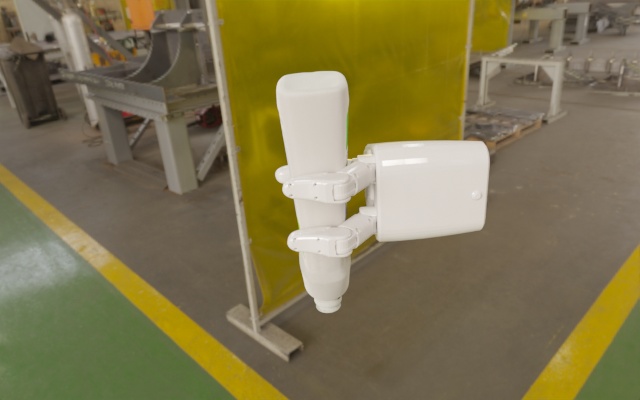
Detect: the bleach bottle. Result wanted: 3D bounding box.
[{"bbox_3d":[0.000,0.002,0.497,0.068,0.251,0.102,-4,25,0],"label":"bleach bottle"}]
